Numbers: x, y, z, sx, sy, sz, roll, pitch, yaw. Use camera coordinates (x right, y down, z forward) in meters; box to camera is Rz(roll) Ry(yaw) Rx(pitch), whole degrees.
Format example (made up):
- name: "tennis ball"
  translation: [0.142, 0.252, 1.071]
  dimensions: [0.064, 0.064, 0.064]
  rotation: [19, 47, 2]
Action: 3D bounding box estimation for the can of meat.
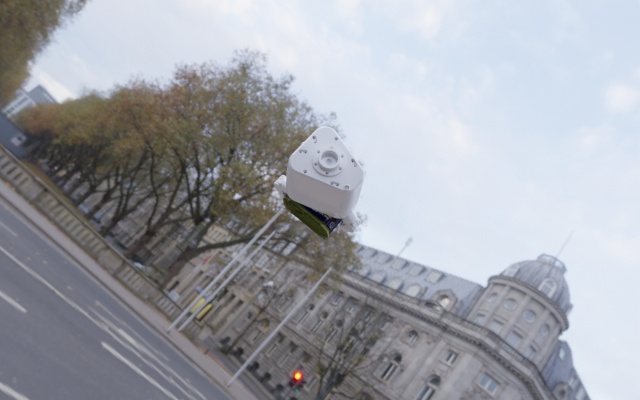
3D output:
- name: "can of meat"
  translation: [0.000, 0.003, 0.830]
  dimensions: [0.102, 0.084, 0.057]
  rotation: [38, -18, 14]
